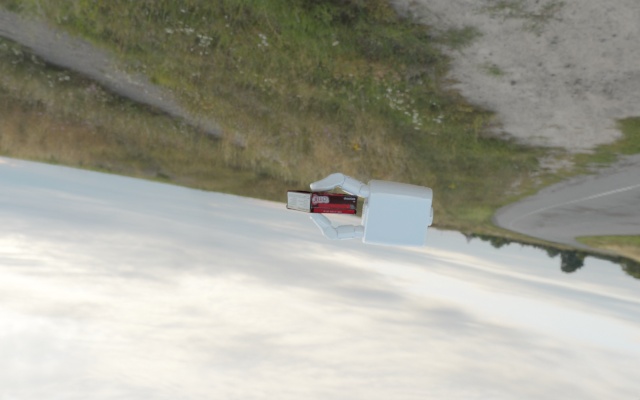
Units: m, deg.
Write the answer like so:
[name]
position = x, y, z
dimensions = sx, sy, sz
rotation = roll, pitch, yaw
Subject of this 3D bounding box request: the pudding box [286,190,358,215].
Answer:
[pudding box]
position = 0.000, 0.003, 0.843
dimensions = 0.090, 0.039, 0.113
rotation = 4, 0, -26
